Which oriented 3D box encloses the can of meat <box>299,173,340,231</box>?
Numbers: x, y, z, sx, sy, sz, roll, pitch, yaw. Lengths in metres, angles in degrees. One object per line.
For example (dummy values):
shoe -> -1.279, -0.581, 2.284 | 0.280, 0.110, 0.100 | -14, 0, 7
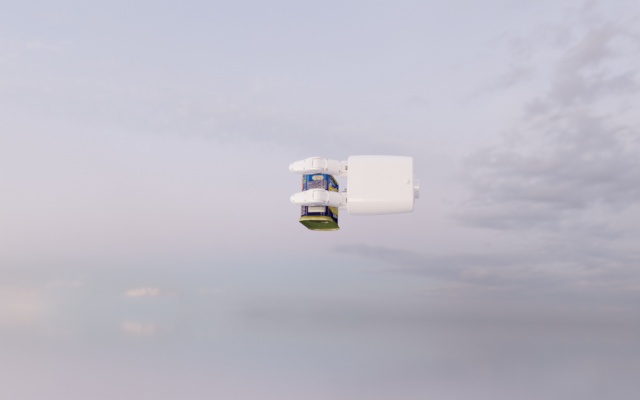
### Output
can of meat -> 0.000, 0.002, 0.825 | 0.057, 0.084, 0.102 | -1, -14, 13
